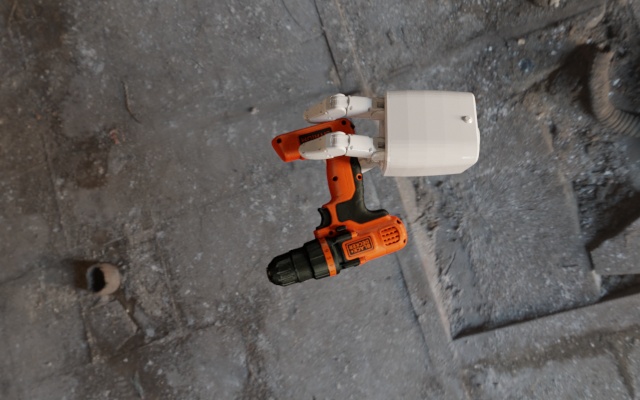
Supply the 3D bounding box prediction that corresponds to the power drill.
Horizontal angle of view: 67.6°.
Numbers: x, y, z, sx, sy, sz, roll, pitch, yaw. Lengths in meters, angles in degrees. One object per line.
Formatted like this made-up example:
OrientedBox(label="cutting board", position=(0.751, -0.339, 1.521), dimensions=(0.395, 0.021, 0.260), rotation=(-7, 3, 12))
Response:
OrientedBox(label="power drill", position=(0.000, 0.001, 0.607), dimensions=(0.184, 0.187, 0.057), rotation=(-18, 1, -9))
